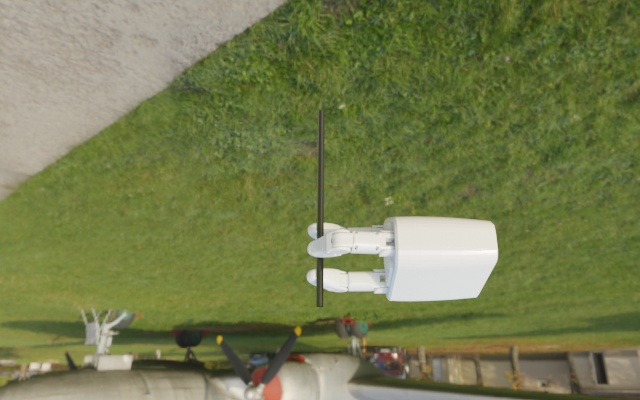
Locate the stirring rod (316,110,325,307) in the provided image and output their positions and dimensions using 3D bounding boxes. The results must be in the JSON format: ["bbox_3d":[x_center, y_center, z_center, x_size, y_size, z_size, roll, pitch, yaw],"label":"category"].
[{"bbox_3d":[0.000,0.002,0.556,0.011,0.239,0.011,0,-20,0],"label":"stirring rod"}]
